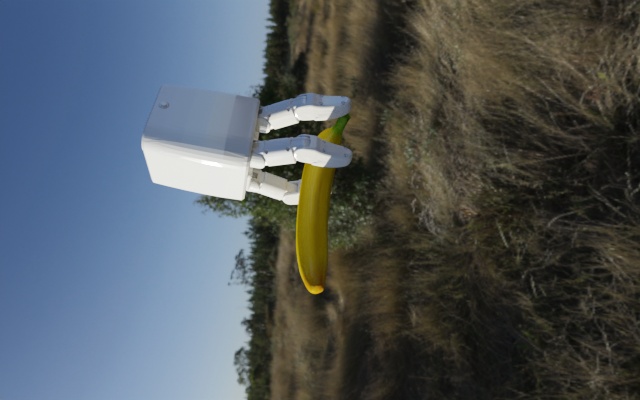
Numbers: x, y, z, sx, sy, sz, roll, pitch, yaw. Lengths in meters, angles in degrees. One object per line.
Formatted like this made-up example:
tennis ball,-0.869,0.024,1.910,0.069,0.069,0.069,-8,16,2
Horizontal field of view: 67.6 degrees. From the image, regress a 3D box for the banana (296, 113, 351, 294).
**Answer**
banana,-0.004,0.003,0.519,0.037,0.197,0.070,11,-16,-11
